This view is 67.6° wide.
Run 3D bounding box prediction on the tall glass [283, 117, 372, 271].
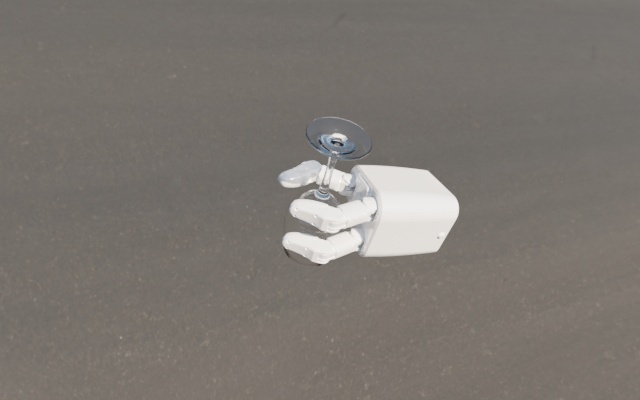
[{"bbox_3d":[0.000,0.001,0.582,0.079,0.201,0.079,9,43,-8],"label":"tall glass"}]
